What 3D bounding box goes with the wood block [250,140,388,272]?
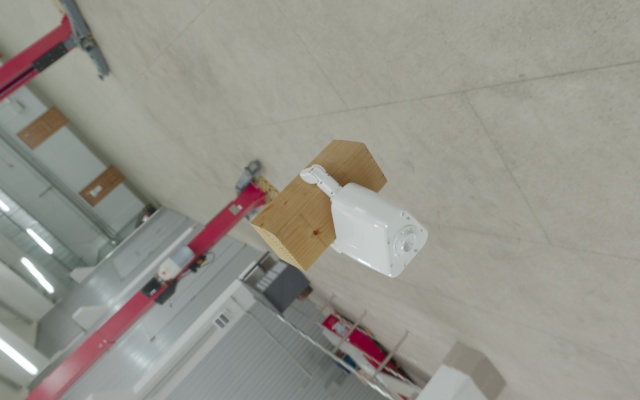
[{"bbox_3d":[0.000,0.003,0.781,0.206,0.091,0.090,-46,30,-17],"label":"wood block"}]
